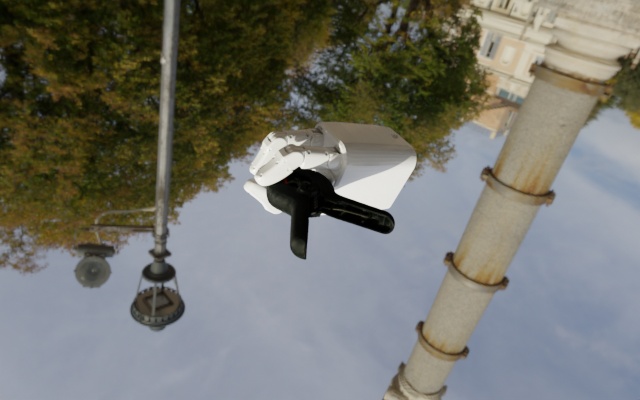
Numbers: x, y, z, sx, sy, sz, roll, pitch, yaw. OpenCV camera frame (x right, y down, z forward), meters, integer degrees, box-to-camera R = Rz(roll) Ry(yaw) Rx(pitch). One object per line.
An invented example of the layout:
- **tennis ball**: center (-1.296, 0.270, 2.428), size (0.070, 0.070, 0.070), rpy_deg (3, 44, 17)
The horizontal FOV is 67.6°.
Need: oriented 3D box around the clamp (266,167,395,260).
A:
- **clamp**: center (0.000, 0.002, 0.537), size (0.120, 0.039, 0.171), rpy_deg (-3, 33, -24)
